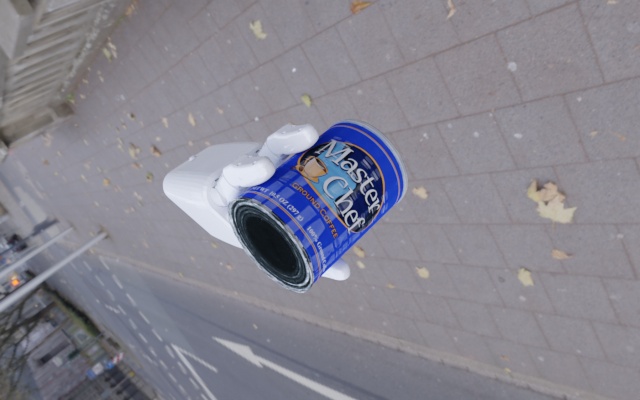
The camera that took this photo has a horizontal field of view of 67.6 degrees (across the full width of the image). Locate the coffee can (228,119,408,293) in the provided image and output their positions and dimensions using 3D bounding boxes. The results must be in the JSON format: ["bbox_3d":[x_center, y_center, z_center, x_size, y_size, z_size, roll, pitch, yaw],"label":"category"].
[{"bbox_3d":[0.000,0.001,0.447,0.140,0.103,0.103,-41,24,-31],"label":"coffee can"}]
